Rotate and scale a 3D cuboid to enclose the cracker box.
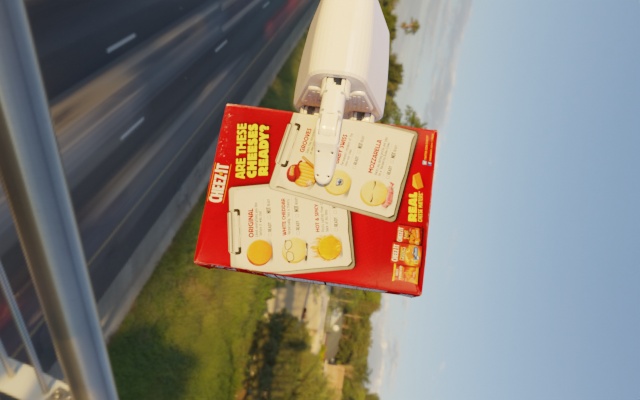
[{"bbox_3d":[0.000,0.002,0.482,0.213,0.164,0.072,7,-14,4],"label":"cracker box"}]
